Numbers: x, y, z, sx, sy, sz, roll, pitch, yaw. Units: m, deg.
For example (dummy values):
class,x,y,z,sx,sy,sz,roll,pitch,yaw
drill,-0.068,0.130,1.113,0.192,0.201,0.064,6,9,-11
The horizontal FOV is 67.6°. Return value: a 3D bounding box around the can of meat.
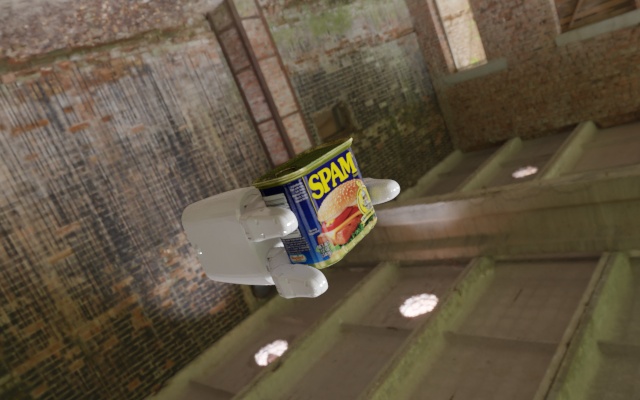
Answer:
class,x,y,z,sx,sy,sz,roll,pitch,yaw
can of meat,0.000,0.002,0.422,0.057,0.084,0.102,-10,17,40
